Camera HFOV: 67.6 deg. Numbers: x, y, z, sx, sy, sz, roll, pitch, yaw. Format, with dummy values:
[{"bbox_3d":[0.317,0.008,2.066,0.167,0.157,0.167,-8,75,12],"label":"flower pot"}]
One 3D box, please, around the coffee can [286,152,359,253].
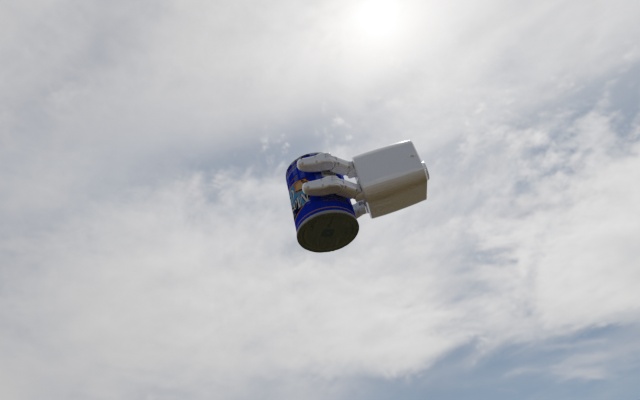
[{"bbox_3d":[0.000,0.003,0.810,0.103,0.140,0.103,-8,-41,-7],"label":"coffee can"}]
